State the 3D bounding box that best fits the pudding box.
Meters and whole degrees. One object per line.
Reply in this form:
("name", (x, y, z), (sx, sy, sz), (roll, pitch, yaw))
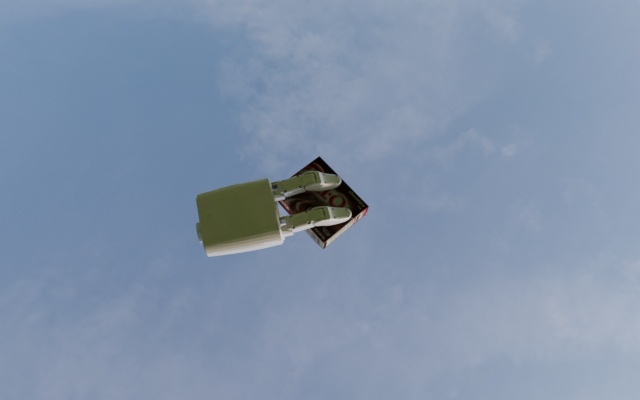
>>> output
("pudding box", (0.000, 0.002, 0.706), (0.090, 0.113, 0.039), (-38, -15, -19))
